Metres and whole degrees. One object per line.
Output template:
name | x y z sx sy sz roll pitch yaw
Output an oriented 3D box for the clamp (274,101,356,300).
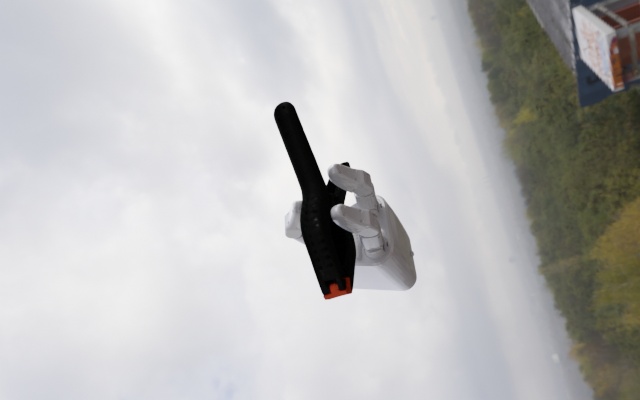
clamp | 0.000 0.003 0.528 0.036 0.209 0.165 -20 -37 22
